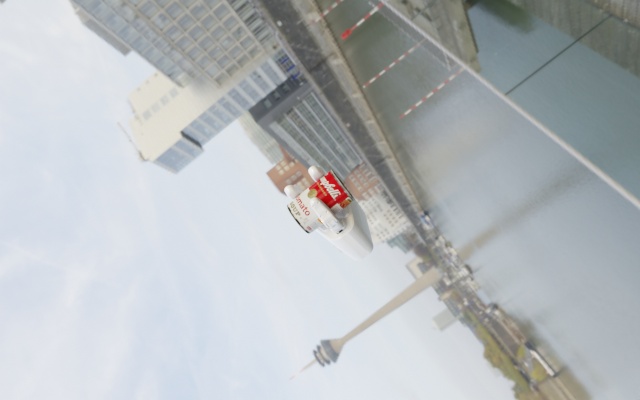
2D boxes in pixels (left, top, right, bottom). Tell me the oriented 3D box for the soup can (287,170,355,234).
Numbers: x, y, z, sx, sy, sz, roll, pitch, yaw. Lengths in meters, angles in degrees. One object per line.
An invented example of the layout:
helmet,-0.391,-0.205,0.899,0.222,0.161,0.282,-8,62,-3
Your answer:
soup can,0.000,0.003,0.844,0.102,0.068,0.068,-37,-5,6
